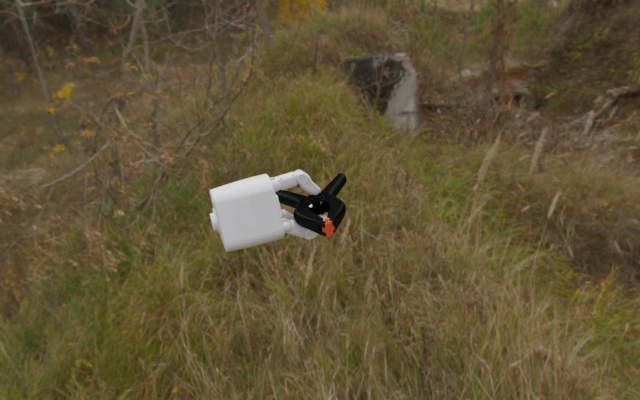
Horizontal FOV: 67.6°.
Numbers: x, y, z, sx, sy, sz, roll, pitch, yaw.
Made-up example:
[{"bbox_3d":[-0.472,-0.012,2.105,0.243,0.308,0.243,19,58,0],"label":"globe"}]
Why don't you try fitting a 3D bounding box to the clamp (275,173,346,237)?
[{"bbox_3d":[0.000,0.002,0.887,0.164,0.036,0.210,-16,27,-15],"label":"clamp"}]
